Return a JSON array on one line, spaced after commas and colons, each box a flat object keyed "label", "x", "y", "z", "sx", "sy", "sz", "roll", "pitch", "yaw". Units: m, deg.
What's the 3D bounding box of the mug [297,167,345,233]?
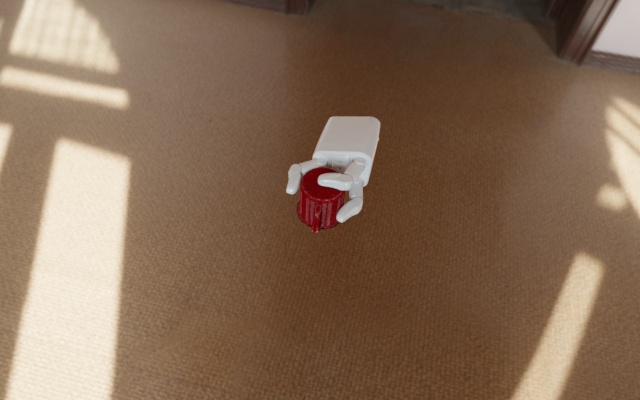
[{"label": "mug", "x": 0.000, "y": 0.004, "z": 0.868, "sx": 0.093, "sy": 0.117, "sz": 0.082, "roll": 12, "pitch": -37, "yaw": 6}]
